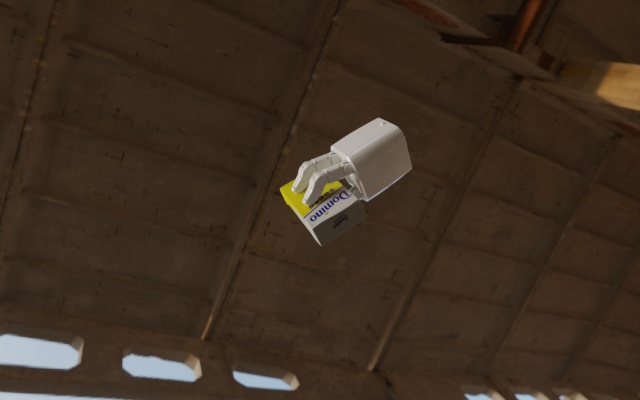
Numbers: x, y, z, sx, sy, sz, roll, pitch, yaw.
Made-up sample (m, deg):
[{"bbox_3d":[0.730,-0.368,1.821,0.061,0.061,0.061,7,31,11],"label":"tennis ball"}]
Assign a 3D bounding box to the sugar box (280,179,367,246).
[{"bbox_3d":[0.000,0.002,0.835,0.093,0.048,0.176,-32,29,-8],"label":"sugar box"}]
